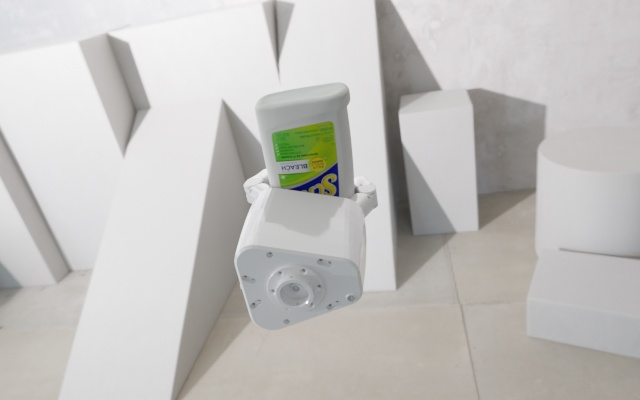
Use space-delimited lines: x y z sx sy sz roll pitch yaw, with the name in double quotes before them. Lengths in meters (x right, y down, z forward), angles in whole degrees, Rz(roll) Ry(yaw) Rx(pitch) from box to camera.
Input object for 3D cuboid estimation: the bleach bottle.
"bleach bottle" 0.000 0.002 0.543 0.102 0.251 0.068 -8 26 7
